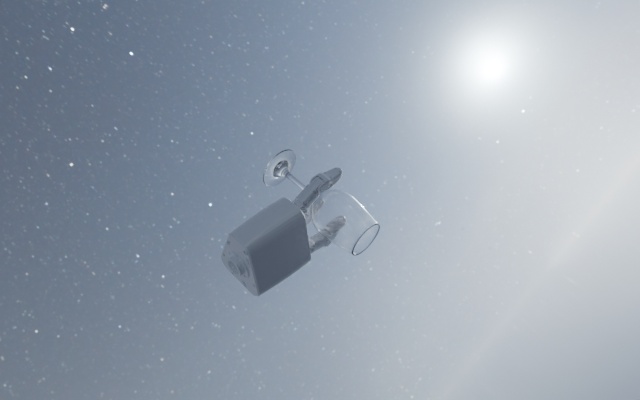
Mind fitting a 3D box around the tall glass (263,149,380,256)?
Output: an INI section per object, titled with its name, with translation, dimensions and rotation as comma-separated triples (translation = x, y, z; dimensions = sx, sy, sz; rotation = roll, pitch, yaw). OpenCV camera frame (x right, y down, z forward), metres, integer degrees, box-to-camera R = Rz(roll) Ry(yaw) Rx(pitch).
[tall glass]
translation = 0.000, 0.002, 0.766
dimensions = 0.201, 0.079, 0.079
rotation = 39, 19, 24
